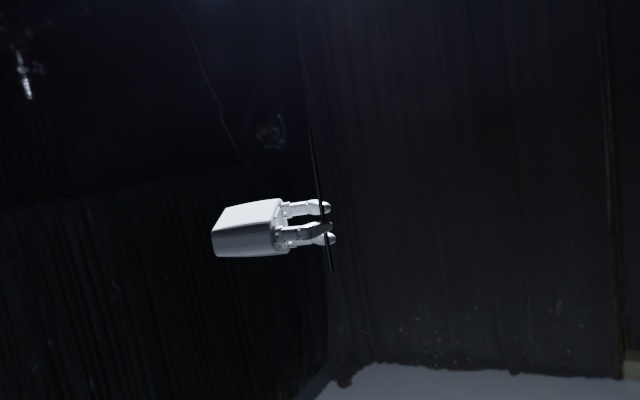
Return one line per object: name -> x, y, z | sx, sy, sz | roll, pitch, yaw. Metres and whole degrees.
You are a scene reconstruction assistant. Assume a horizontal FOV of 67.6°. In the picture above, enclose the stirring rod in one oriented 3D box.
stirring rod -> 0.000, 0.003, 0.789 | 0.011, 0.239, 0.011 | -9, 9, 1
